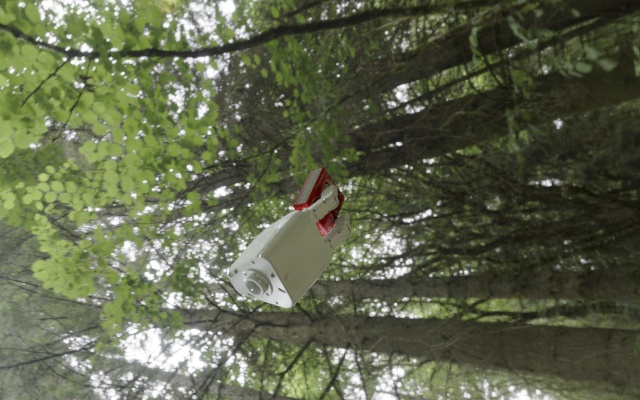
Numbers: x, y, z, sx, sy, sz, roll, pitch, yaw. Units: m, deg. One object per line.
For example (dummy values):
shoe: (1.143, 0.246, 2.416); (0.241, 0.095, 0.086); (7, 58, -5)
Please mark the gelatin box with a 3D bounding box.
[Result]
gelatin box: (0.000, 0.002, 0.770); (0.030, 0.073, 0.089); (-13, 37, 35)
